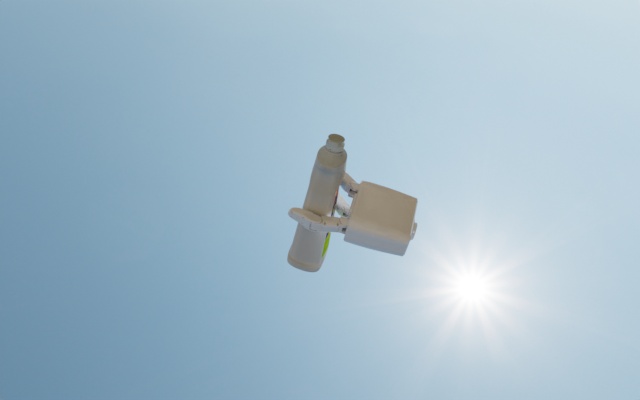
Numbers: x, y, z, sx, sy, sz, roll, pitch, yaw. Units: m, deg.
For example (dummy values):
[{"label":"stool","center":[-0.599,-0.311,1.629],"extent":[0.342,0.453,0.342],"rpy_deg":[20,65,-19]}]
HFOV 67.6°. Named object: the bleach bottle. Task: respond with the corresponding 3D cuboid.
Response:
[{"label":"bleach bottle","center":[0.000,0.003,0.834],"extent":[0.068,0.251,0.102],"rpy_deg":[17,37,5]}]
